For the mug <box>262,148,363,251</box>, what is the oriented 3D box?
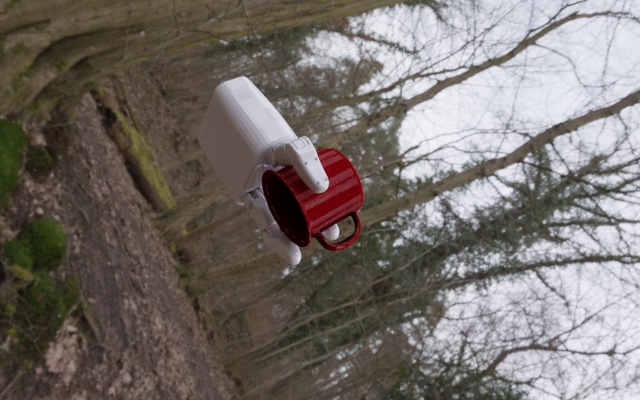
[{"bbox_3d":[0.001,0.003,0.527,0.081,0.117,0.093,-28,-20,-24],"label":"mug"}]
